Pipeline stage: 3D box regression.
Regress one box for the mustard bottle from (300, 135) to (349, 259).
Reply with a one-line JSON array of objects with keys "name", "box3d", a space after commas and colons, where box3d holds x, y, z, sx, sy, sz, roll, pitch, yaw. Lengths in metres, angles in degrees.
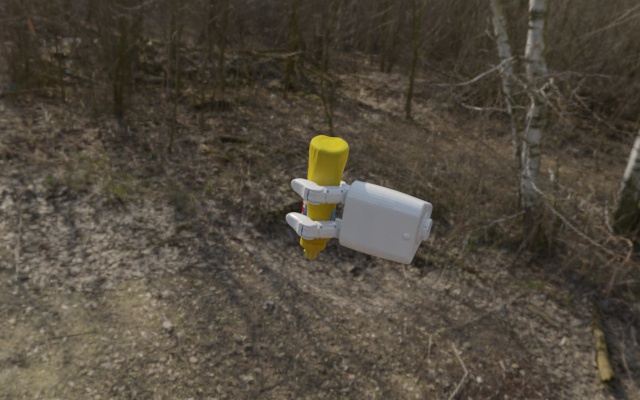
[{"name": "mustard bottle", "box3d": [0.000, 0.002, 0.734, 0.058, 0.192, 0.096, 8, 21, -3]}]
